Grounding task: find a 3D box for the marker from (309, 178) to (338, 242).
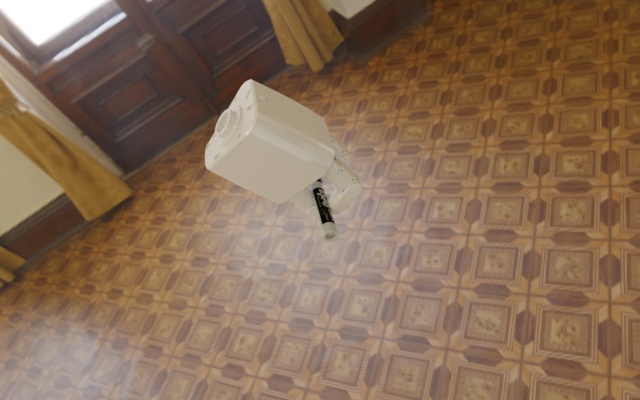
[{"bbox_3d":[0.000,0.002,0.608,0.020,0.020,0.121,0,43,-16],"label":"marker"}]
